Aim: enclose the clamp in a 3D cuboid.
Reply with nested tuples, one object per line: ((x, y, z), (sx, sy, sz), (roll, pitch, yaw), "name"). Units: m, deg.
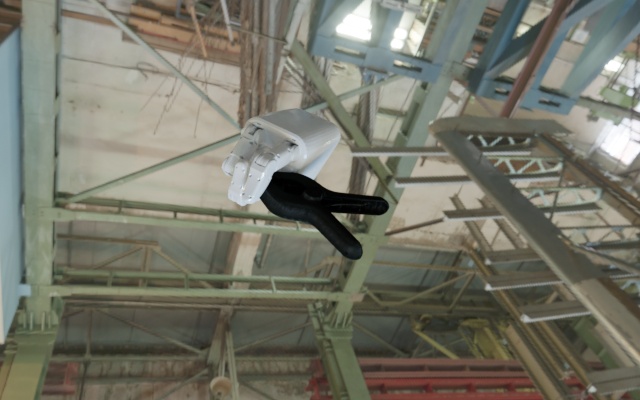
((0.000, 0.002, 0.586), (0.171, 0.039, 0.120), (30, 31, 18), "clamp")
